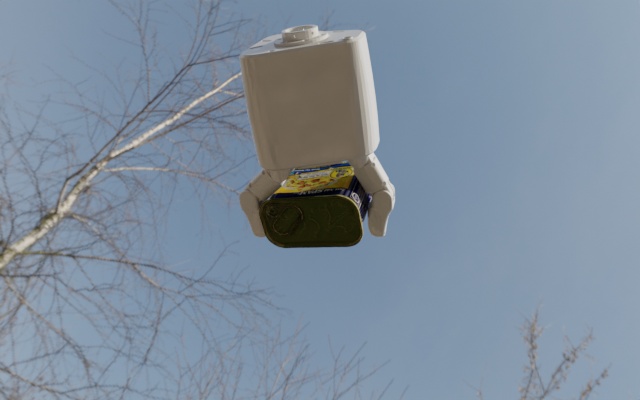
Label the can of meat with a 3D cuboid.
[{"bbox_3d":[0.000,0.002,0.493,0.102,0.057,0.084,-3,29,19],"label":"can of meat"}]
